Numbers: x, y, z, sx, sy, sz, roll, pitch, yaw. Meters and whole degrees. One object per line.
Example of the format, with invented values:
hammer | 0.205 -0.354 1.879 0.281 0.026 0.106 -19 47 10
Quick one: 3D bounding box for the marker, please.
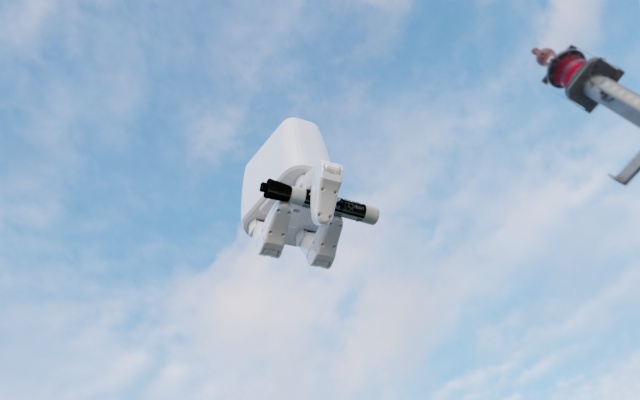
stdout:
marker | 0.000 0.002 0.460 0.121 0.020 0.020 15 -5 -20
